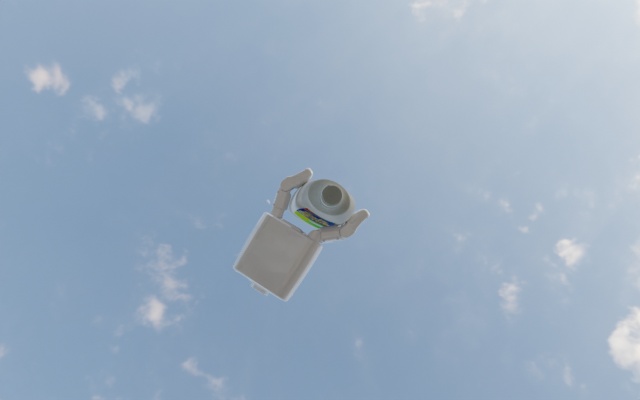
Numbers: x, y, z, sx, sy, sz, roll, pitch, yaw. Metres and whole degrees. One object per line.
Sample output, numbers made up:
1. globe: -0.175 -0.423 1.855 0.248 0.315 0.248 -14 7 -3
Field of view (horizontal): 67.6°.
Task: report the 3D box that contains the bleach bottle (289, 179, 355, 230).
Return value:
1. bleach bottle: 0.000 0.003 0.782 0.102 0.068 0.251 30 -8 0
